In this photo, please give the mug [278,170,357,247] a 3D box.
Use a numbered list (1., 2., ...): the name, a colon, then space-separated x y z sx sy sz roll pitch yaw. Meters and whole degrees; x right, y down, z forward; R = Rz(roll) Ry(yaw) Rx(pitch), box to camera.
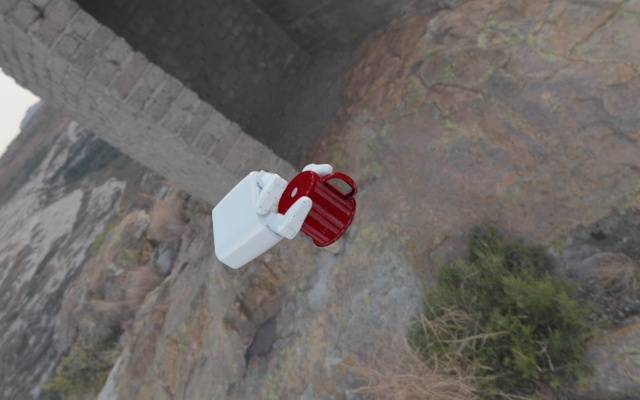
1. mug: 0.001 0.001 0.695 0.081 0.093 0.117 36 -59 -27
